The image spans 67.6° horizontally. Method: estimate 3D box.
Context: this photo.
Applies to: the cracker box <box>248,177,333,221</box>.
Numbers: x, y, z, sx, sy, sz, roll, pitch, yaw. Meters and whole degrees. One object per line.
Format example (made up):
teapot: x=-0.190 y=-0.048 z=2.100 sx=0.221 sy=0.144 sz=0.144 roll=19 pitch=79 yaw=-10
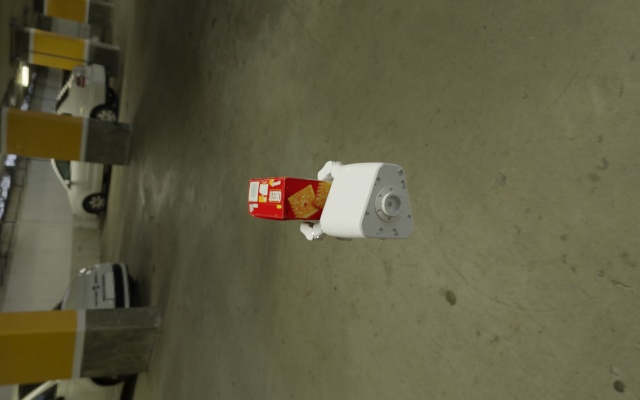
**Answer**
cracker box: x=0.000 y=0.003 z=0.836 sx=0.214 sy=0.072 sz=0.164 roll=5 pitch=-1 yaw=-28
